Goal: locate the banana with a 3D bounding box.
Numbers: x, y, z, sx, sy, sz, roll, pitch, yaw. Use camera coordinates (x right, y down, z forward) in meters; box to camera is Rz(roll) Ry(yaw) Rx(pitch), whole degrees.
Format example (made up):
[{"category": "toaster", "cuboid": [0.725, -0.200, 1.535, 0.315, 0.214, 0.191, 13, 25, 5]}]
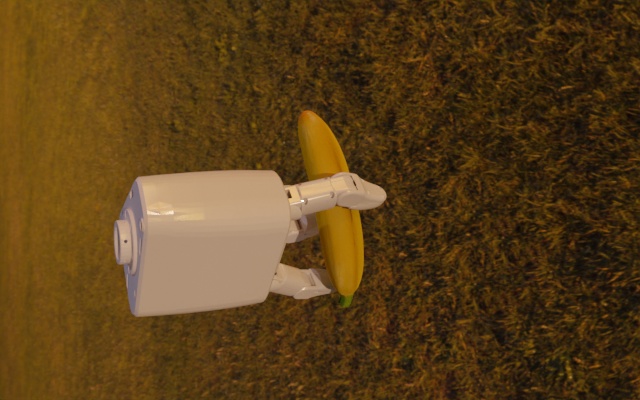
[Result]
[{"category": "banana", "cuboid": [0.008, 0.001, 0.441, 0.037, 0.197, 0.069, -6, -9, -23]}]
